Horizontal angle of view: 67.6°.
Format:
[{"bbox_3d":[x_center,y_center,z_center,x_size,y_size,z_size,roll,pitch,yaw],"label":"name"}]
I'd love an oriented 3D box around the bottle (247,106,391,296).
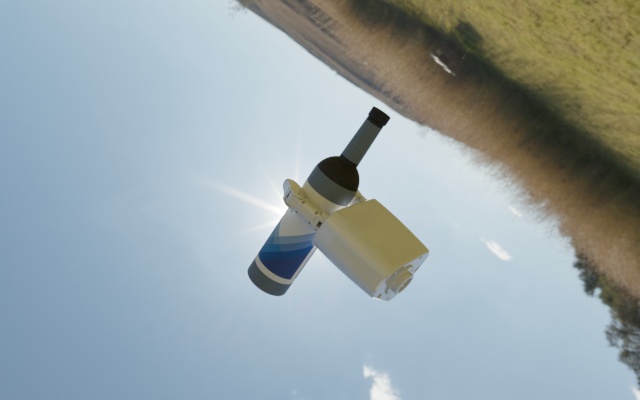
[{"bbox_3d":[0.000,0.002,0.657,0.069,0.296,0.069,30,19,-11],"label":"bottle"}]
